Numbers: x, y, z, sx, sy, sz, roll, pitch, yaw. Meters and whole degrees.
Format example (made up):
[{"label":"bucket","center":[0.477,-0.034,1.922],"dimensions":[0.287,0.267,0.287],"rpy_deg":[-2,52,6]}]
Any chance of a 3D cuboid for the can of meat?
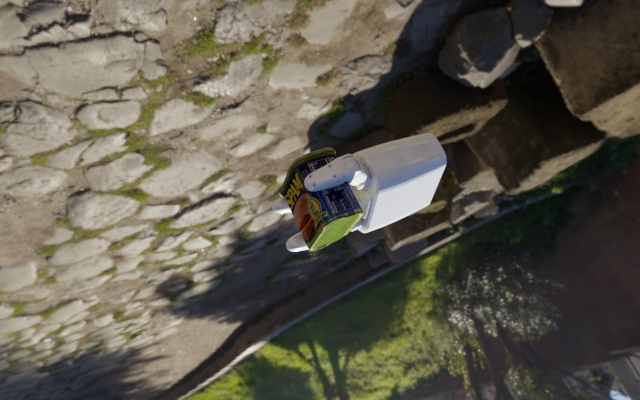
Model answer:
[{"label":"can of meat","center":[0.000,0.002,0.558],"dimensions":[0.057,0.084,0.102],"rpy_deg":[-19,-18,-23]}]
